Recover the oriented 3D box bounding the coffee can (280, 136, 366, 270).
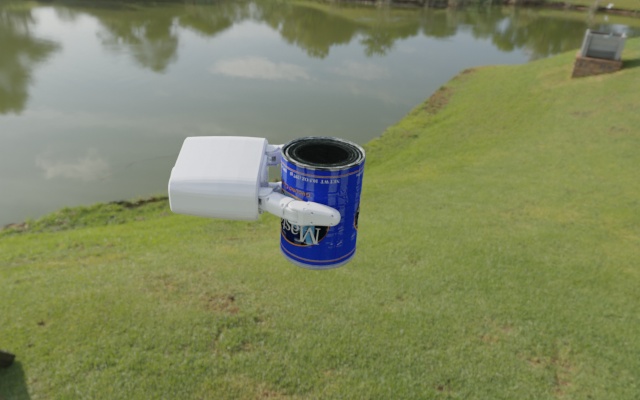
[{"bbox_3d":[0.000,0.002,0.607,0.103,0.140,0.102,3,28,-1],"label":"coffee can"}]
